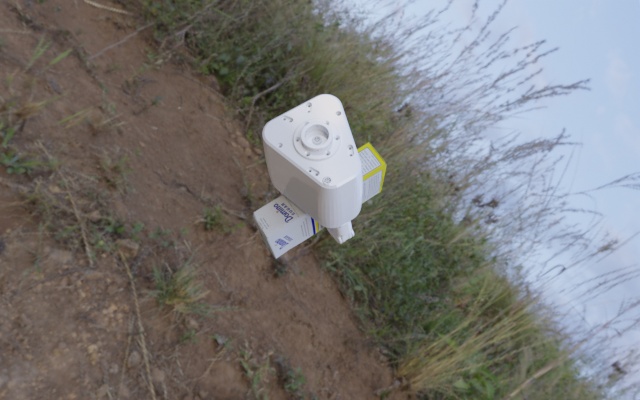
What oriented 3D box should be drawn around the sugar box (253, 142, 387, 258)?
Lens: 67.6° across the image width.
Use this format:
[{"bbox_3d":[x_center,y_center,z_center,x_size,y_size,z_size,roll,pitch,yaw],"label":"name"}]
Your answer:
[{"bbox_3d":[0.000,0.002,0.625,0.176,0.048,0.093,-29,-21,-10],"label":"sugar box"}]
